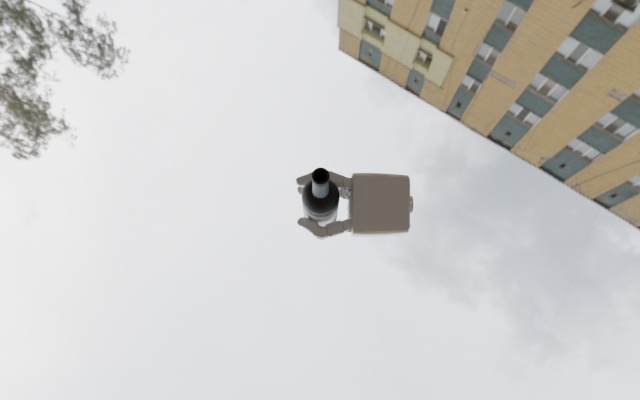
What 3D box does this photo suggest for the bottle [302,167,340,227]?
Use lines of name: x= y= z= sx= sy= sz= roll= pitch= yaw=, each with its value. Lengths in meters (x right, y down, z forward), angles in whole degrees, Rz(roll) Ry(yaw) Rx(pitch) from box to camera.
bottle: x=0.000 y=0.003 z=0.865 sx=0.069 sy=0.069 sz=0.296 roll=0 pitch=-16 yaw=0
